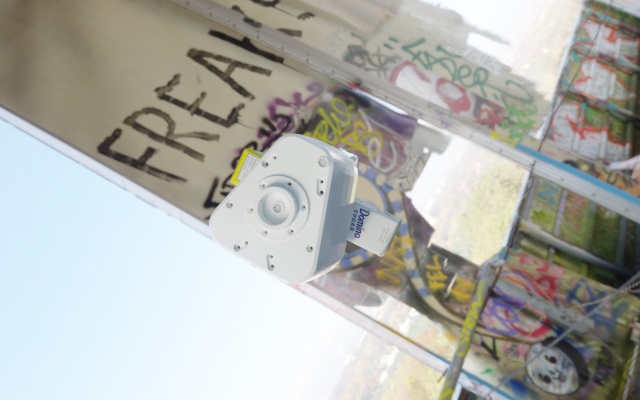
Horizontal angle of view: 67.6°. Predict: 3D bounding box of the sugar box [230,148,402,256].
[{"bbox_3d":[0.000,0.002,0.520,0.176,0.048,0.093,28,5,11],"label":"sugar box"}]
